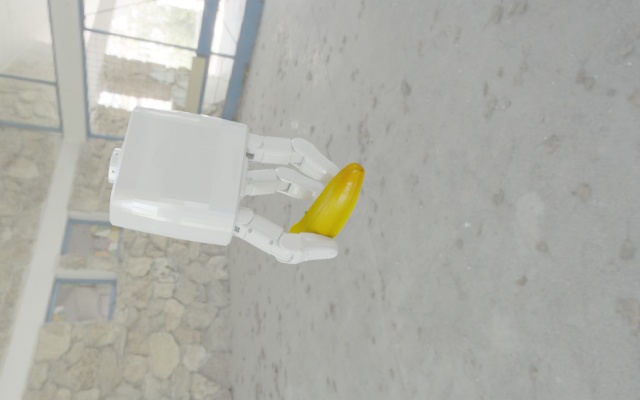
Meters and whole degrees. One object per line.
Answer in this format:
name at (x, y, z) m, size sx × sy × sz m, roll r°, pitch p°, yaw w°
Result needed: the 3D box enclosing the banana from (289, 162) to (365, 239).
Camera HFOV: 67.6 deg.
banana at (-0.004, 0.020, 0.496) m, size 0.037 × 0.069 × 0.198 m, roll 15°, pitch -18°, yaw -13°
